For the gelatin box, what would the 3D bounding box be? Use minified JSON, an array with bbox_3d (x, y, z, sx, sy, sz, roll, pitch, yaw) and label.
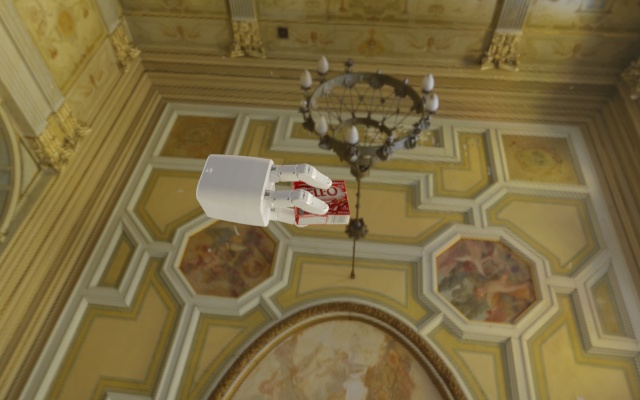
[{"bbox_3d":[0.000,0.003,0.788,0.089,0.073,0.030,0,-38,-10],"label":"gelatin box"}]
